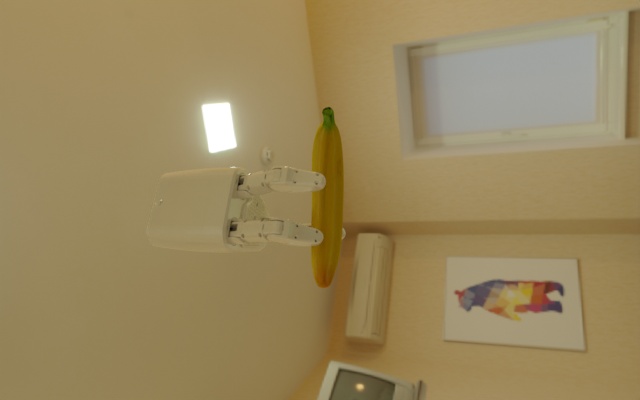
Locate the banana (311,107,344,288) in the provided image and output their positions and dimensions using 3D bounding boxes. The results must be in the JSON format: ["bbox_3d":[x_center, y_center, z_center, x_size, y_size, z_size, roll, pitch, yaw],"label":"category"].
[{"bbox_3d":[0.005,-0.003,0.549,0.037,0.198,0.069,1,4,15],"label":"banana"}]
